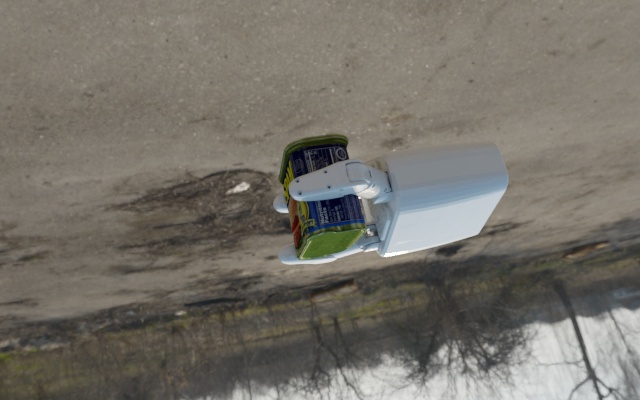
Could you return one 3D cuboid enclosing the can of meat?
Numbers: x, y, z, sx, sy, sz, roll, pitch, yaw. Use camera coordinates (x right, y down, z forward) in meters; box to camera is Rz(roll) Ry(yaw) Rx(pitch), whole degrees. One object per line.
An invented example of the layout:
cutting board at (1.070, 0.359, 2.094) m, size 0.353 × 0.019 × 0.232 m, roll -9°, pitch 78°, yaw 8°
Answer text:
can of meat at (0.000, 0.002, 0.430) m, size 0.057 × 0.084 × 0.102 m, roll -9°, pitch -17°, yaw -13°
